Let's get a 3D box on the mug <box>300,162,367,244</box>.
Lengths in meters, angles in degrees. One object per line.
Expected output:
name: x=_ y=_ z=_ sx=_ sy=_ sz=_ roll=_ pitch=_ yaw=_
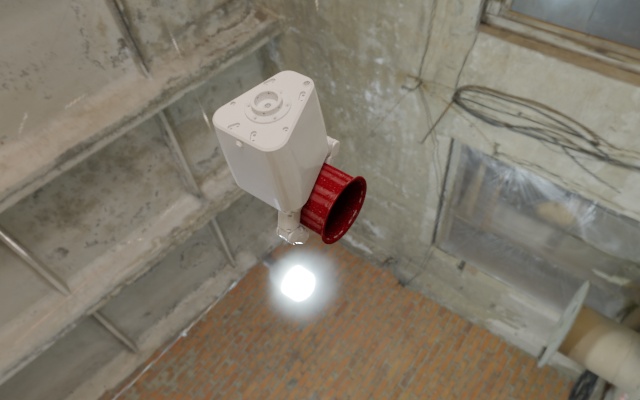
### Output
mug: x=0.000 y=0.003 z=0.608 sx=0.081 sy=0.093 sz=0.117 roll=29 pitch=-26 yaw=25
